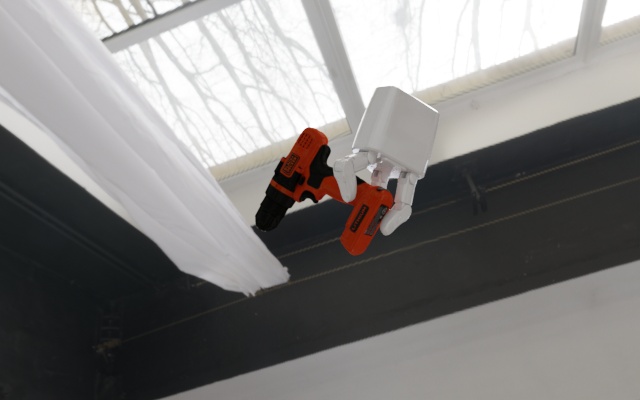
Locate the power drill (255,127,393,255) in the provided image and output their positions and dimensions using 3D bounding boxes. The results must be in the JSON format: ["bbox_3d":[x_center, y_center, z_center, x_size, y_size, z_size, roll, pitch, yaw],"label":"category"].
[{"bbox_3d":[0.001,0.002,0.727,0.187,0.184,0.057,34,9,25],"label":"power drill"}]
